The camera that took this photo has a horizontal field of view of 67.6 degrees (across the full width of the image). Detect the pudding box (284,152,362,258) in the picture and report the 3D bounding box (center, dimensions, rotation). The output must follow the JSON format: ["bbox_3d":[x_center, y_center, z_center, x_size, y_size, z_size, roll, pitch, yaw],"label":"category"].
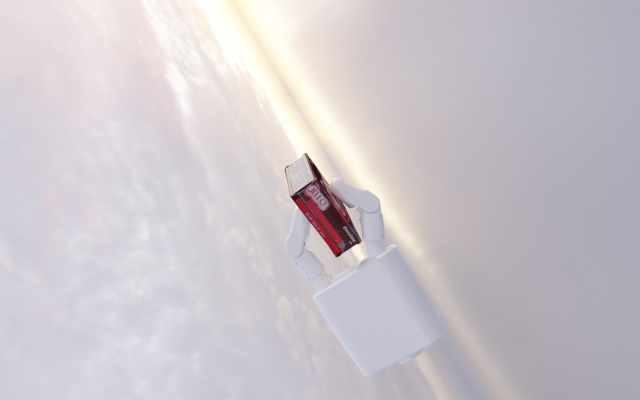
[{"bbox_3d":[0.000,0.002,0.545,0.039,0.090,0.113,-34,21,3],"label":"pudding box"}]
